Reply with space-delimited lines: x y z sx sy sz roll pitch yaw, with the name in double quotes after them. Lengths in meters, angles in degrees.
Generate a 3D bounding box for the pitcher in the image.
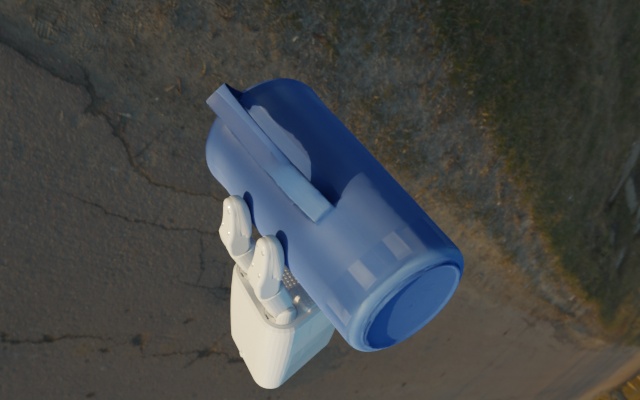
0.000 0.001 0.412 0.149 0.145 0.242 -13 45 -32 "pitcher"
